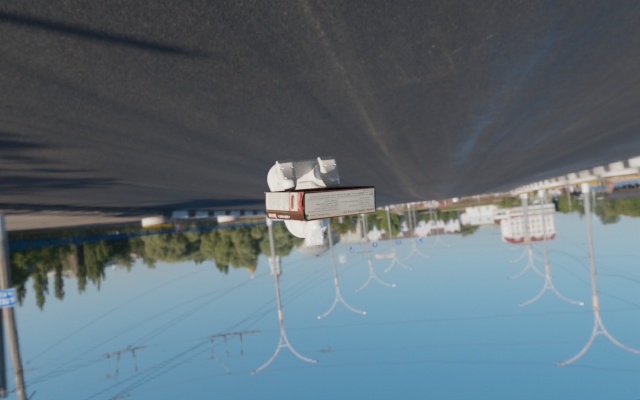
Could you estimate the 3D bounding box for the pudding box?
[{"bbox_3d":[0.000,0.002,0.601,0.113,0.039,0.090,-8,4,-36],"label":"pudding box"}]
